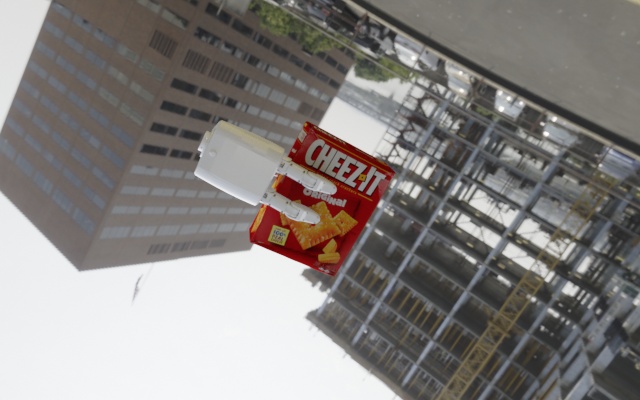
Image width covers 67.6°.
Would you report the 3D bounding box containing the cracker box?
[{"bbox_3d":[0.000,0.003,0.800,0.164,0.214,0.072,26,13,-17],"label":"cracker box"}]
